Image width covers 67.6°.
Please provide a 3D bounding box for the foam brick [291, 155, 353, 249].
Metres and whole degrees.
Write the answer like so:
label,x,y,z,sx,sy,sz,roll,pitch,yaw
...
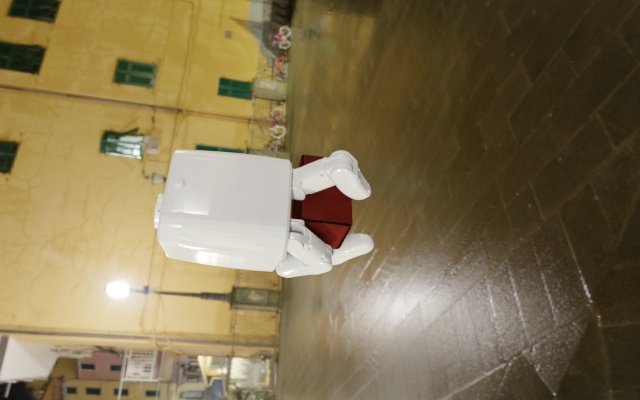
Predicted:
label,x,y,z,sx,sy,sz,roll,pitch,yaw
foam brick,0.000,0.001,0.476,0.051,0.078,0.053,7,-34,-10
